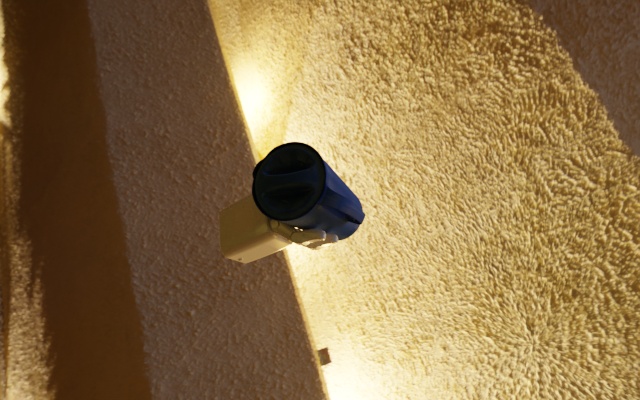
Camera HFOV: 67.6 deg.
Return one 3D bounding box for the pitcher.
[{"bbox_3d":[0.000,0.003,0.856,0.145,0.149,0.243,-26,-24,15],"label":"pitcher"}]
